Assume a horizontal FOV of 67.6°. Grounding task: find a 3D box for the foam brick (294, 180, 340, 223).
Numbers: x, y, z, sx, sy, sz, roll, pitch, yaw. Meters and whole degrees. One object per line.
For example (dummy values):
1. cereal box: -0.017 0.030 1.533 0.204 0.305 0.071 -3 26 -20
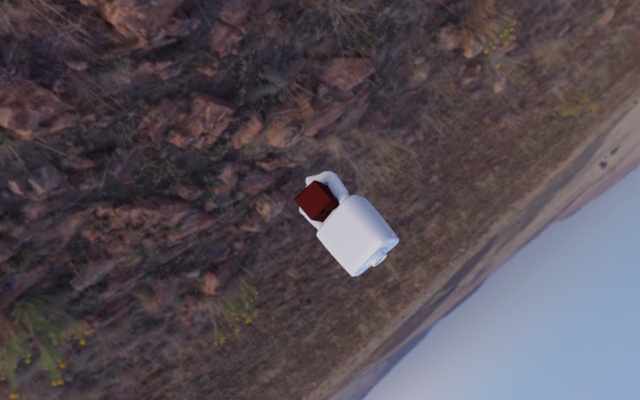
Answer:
1. foam brick: 0.000 0.003 0.863 0.053 0.051 0.078 -44 -20 13
